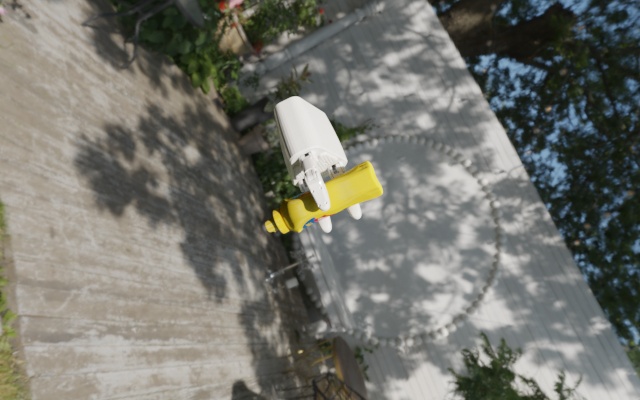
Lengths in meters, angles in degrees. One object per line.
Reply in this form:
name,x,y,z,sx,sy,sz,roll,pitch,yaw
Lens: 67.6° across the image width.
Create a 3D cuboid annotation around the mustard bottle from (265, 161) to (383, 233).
mustard bottle,0.000,0.003,0.747,0.191,0.058,0.096,-24,0,8
